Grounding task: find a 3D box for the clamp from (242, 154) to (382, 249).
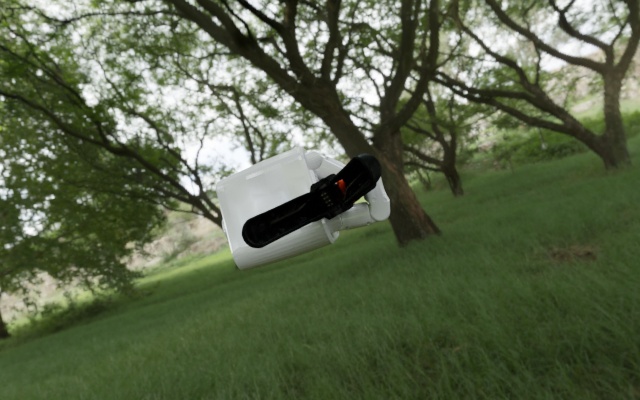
[{"bbox_3d":[0.000,0.001,0.425,0.120,0.039,0.171,-23,-5,7],"label":"clamp"}]
